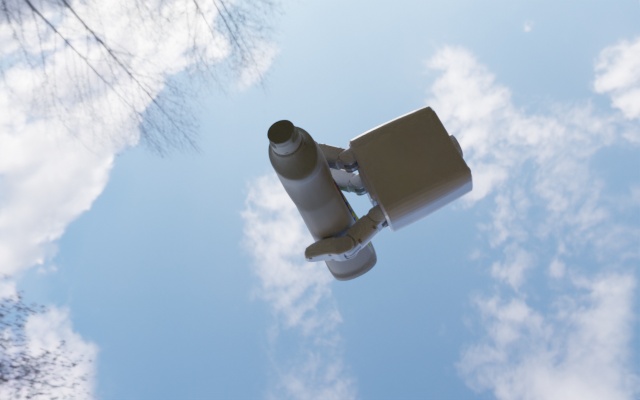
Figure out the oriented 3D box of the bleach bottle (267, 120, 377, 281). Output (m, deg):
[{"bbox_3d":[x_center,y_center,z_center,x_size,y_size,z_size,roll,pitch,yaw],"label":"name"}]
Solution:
[{"bbox_3d":[0.000,0.002,0.552,0.068,0.102,0.251,-26,-34,3],"label":"bleach bottle"}]
